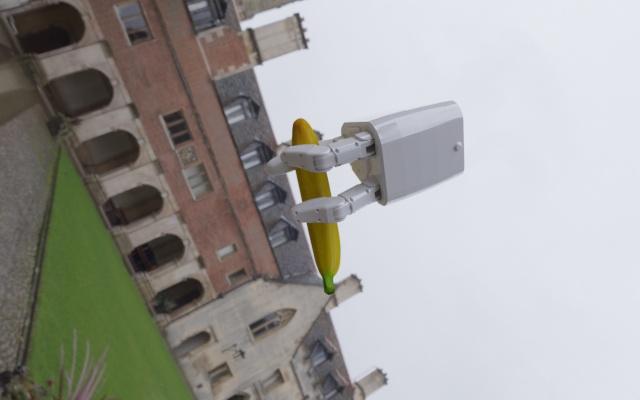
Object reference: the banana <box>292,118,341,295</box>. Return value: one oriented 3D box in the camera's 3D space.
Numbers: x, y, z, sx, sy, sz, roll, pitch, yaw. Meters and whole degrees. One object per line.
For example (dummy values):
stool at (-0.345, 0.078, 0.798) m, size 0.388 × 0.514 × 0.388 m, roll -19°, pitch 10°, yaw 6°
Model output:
banana at (-0.002, 0.004, 0.553) m, size 0.037 × 0.198 × 0.069 m, roll -13°, pitch 6°, yaw -7°
